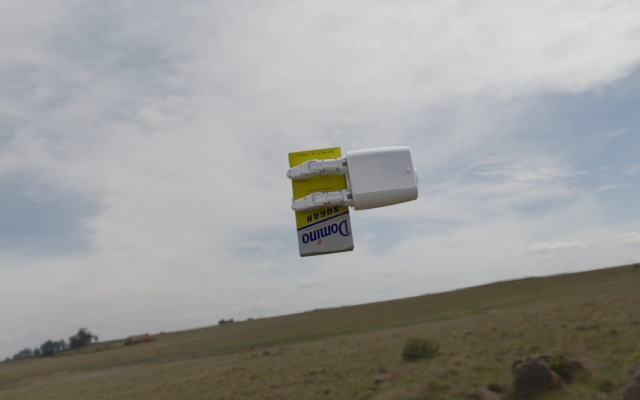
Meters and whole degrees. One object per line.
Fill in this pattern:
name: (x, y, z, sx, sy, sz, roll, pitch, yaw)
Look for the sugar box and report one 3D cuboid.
sugar box: (0.000, 0.002, 0.808, 0.093, 0.176, 0.048, -8, -14, -1)
